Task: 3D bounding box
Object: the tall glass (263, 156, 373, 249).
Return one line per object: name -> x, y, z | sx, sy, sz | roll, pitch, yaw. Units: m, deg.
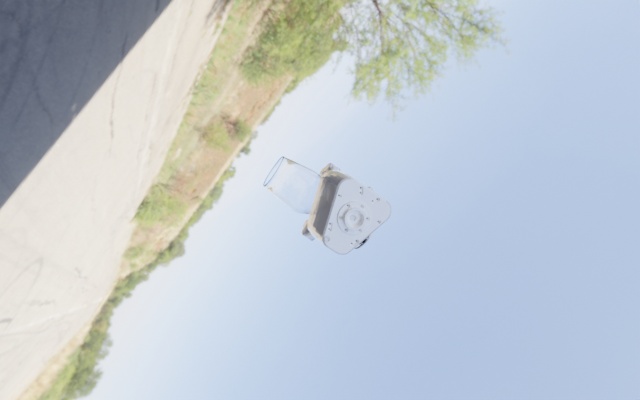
tall glass -> 0.001, 0.003, 0.837 | 0.201, 0.079, 0.079 | 33, -9, -14
